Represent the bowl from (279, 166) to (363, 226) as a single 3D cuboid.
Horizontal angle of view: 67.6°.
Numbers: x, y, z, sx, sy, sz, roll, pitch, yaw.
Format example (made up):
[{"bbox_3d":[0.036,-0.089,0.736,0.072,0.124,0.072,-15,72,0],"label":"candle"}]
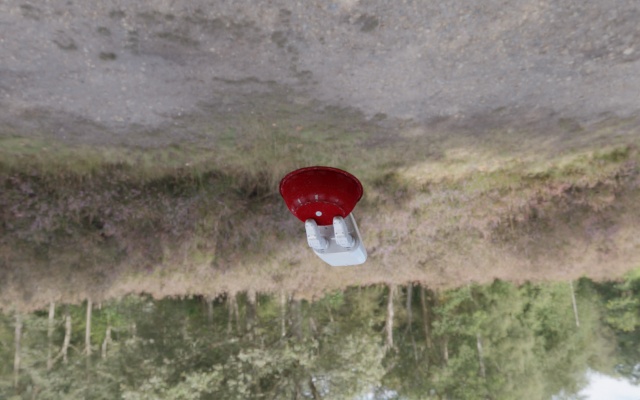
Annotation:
[{"bbox_3d":[-0.001,0.003,0.898,0.162,0.055,0.162,2,-32,1],"label":"bowl"}]
